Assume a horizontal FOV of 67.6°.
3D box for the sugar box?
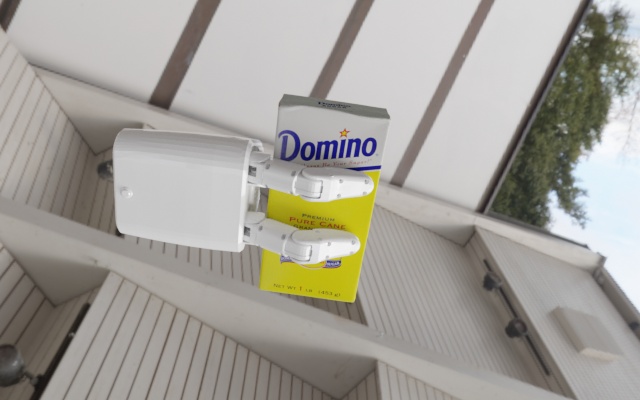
[{"bbox_3d":[0.000,0.002,0.424,0.093,0.176,0.048,7,25,-2],"label":"sugar box"}]
